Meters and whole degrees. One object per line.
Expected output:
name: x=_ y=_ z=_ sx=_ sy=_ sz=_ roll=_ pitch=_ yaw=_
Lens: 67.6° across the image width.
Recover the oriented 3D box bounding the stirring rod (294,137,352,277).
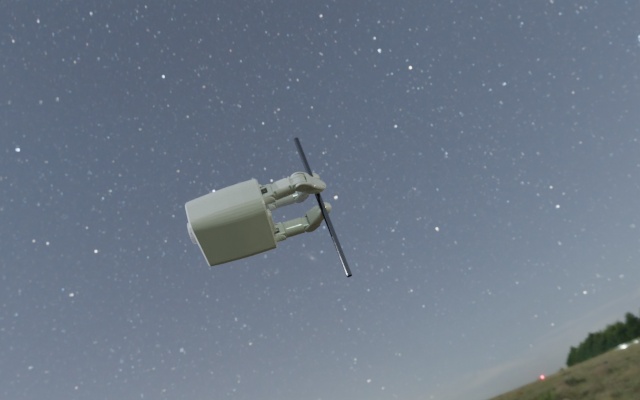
stirring rod: x=0.000 y=0.002 z=0.695 sx=0.011 sy=0.239 sz=0.011 roll=-16 pitch=-28 yaw=-9
